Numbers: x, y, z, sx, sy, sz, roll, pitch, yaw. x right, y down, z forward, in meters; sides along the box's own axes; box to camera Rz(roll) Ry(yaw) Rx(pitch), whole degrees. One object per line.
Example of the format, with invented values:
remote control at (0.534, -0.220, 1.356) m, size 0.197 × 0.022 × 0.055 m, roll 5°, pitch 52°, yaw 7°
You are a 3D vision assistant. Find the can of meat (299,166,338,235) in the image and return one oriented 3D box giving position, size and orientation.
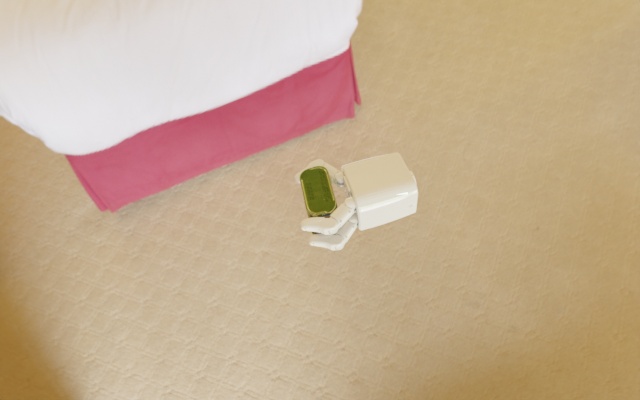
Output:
can of meat at (0.000, 0.002, 0.834) m, size 0.057 × 0.102 × 0.084 m, roll -14°, pitch -31°, yaw 0°
